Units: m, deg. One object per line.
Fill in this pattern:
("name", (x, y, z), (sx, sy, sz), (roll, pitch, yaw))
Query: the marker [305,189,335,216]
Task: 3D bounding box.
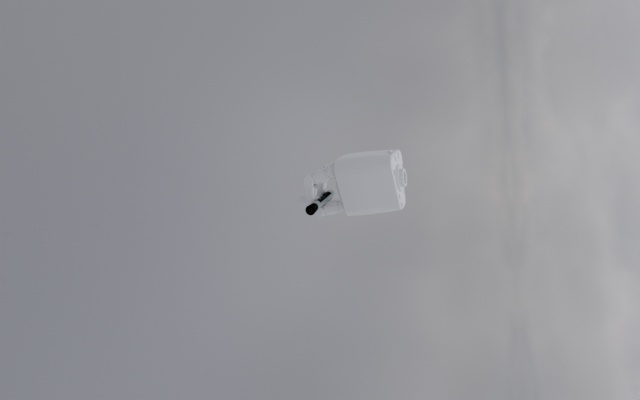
("marker", (0.000, 0.003, 0.900), (0.020, 0.020, 0.121), (0, 16, 21))
